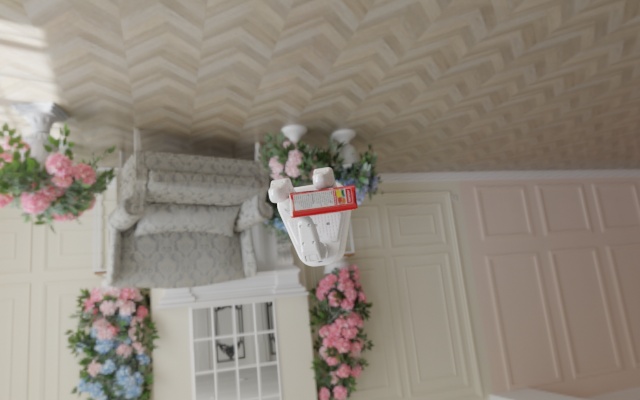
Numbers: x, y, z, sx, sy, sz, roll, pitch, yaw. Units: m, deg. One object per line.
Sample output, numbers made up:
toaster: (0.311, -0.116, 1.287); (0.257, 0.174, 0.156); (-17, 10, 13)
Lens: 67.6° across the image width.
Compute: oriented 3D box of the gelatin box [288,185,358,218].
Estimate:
gelatin box: (0.000, 0.002, 0.561); (0.073, 0.030, 0.089); (-7, -2, -5)
